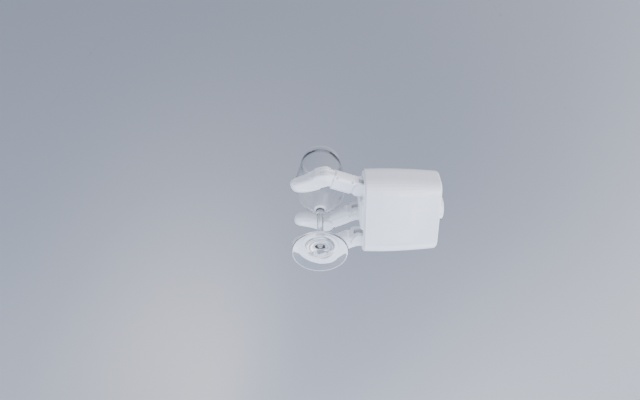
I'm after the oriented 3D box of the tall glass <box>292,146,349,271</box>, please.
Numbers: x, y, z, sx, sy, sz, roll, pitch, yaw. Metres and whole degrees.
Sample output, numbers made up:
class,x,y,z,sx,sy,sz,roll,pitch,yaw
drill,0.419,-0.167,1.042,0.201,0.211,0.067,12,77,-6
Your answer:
class,x,y,z,sx,sy,sz,roll,pitch,yaw
tall glass,0.000,0.003,0.694,0.079,0.079,0.200,0,41,0
